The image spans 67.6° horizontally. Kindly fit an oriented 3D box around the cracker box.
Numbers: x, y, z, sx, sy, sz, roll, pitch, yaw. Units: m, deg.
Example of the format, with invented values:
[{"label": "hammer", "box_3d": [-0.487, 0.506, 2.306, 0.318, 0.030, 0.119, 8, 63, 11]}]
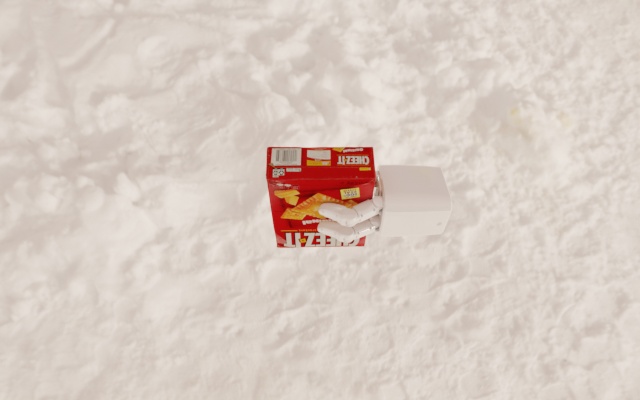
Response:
[{"label": "cracker box", "box_3d": [0.000, 0.002, 0.793, 0.164, 0.072, 0.214, 0, -34, 0]}]
